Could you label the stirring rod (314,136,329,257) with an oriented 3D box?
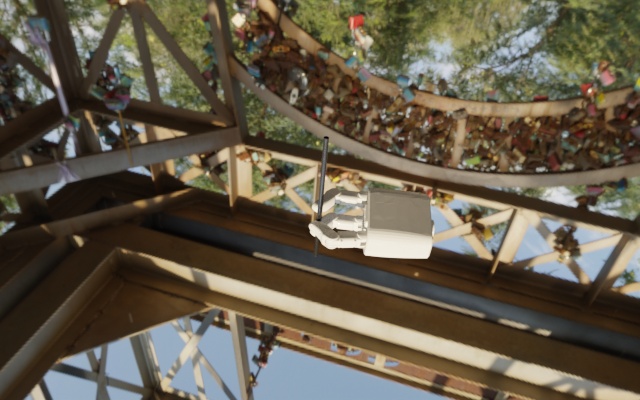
[{"bbox_3d":[0.000,0.002,0.768,0.011,0.240,0.011,3,39,-2],"label":"stirring rod"}]
